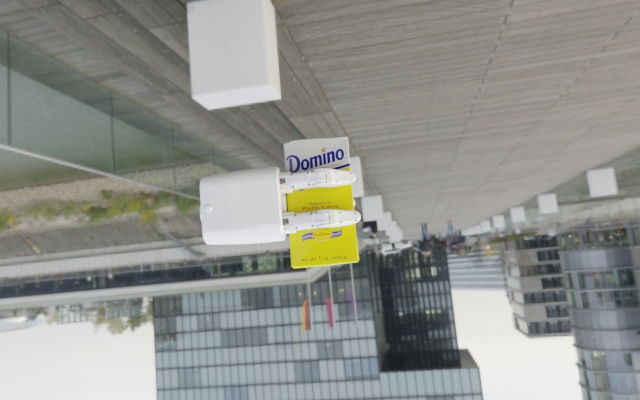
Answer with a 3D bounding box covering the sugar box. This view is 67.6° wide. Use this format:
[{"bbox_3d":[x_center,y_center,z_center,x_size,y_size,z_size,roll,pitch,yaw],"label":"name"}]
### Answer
[{"bbox_3d":[0.000,0.002,0.665,0.093,0.176,0.048,-5,-8,0],"label":"sugar box"}]
